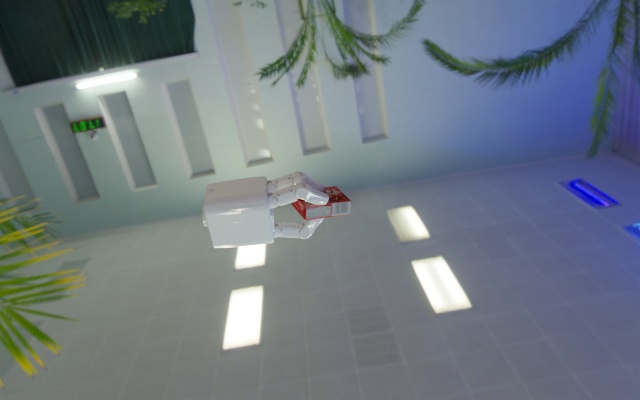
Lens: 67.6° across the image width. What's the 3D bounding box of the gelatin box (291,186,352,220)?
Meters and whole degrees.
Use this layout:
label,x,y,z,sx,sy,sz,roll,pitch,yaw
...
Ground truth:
label,x,y,z,sx,sy,sz,roll,pitch,yaw
gelatin box,0.000,0.003,0.844,0.089,0.030,0.073,-6,24,-19
